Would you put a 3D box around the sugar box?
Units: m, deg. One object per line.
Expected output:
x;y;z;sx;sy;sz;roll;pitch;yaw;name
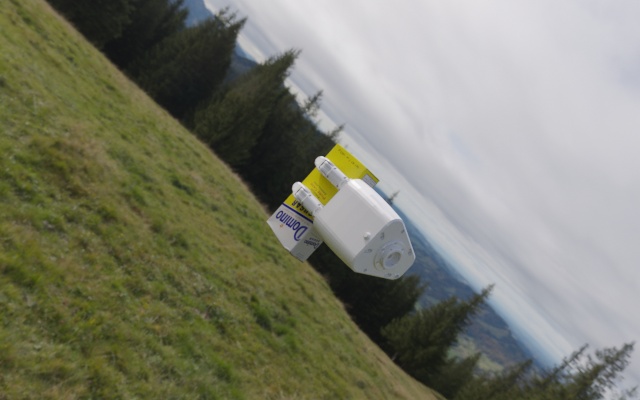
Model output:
0.000;0.002;0.755;0.048;0.176;0.093;41;4;-43;sugar box
